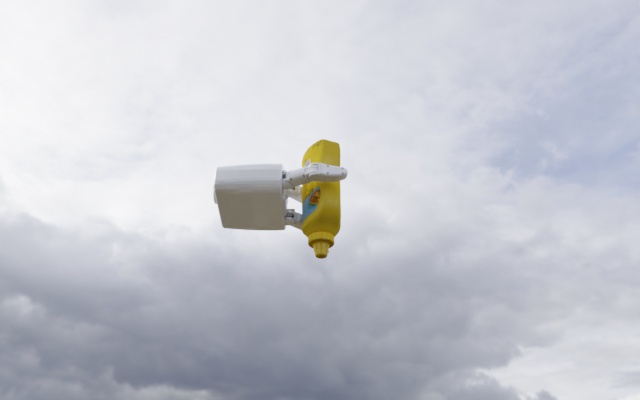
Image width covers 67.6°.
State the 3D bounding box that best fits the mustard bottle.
[{"bbox_3d":[0.000,0.002,0.769,0.058,0.191,0.096,13,-33,-21],"label":"mustard bottle"}]
